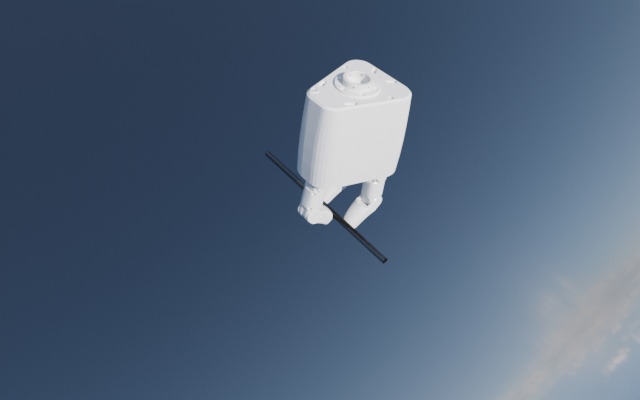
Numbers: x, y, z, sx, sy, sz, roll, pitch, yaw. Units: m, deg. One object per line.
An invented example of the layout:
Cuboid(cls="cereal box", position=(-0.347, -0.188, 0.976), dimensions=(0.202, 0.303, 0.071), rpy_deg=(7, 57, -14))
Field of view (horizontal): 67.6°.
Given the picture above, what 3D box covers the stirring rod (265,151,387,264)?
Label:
Cuboid(cls="stirring rod", position=(0.000, 0.002, 0.628), dimensions=(0.239, 0.011, 0.011), rpy_deg=(42, 25, 30))
